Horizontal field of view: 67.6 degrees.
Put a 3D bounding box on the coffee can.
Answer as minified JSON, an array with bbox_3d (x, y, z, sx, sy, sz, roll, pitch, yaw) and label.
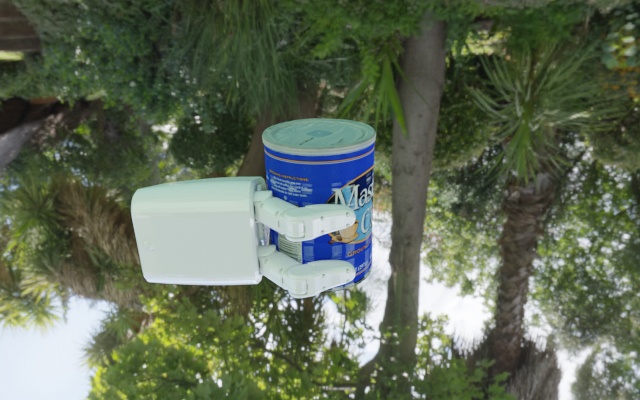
[{"bbox_3d":[0.000,0.001,0.459,0.103,0.140,0.102,-1,23,0],"label":"coffee can"}]
